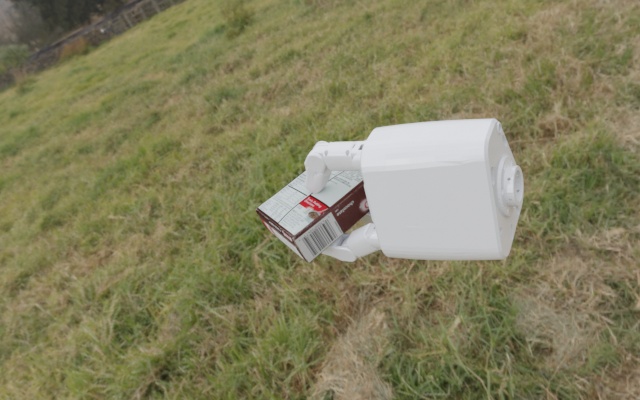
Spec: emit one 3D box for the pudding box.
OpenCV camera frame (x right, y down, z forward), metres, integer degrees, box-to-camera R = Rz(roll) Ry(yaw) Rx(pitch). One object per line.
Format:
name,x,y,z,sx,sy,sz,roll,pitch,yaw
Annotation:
pudding box,0.000,0.002,0.500,0.113,0.039,0.090,-38,33,-15
